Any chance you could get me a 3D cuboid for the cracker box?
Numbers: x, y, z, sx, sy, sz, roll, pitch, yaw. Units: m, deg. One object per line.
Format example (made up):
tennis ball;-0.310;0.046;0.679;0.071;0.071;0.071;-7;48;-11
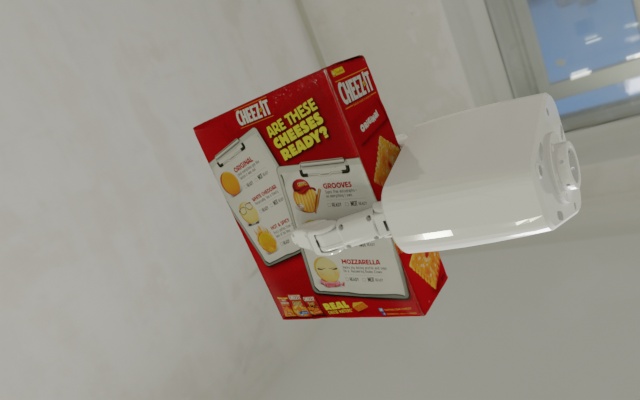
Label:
cracker box;0.000;0.002;0.437;0.164;0.214;0.072;-13;16;38
